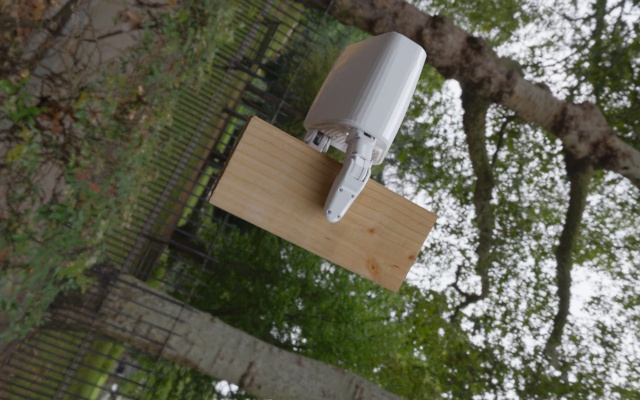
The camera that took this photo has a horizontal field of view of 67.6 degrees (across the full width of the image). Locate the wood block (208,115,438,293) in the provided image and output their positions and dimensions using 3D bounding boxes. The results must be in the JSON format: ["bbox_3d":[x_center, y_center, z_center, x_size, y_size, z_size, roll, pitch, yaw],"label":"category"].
[{"bbox_3d":[0.000,0.001,0.492,0.206,0.090,0.091,27,4,-13],"label":"wood block"}]
